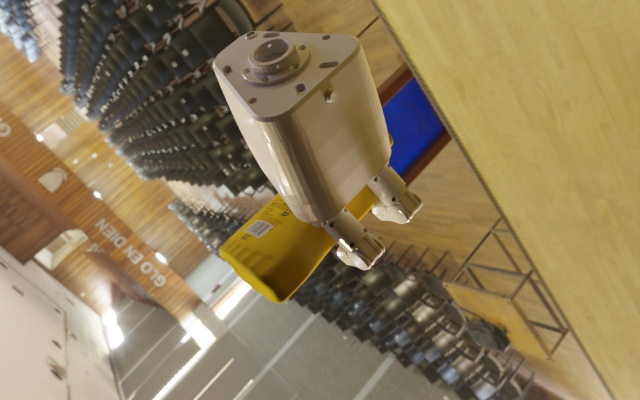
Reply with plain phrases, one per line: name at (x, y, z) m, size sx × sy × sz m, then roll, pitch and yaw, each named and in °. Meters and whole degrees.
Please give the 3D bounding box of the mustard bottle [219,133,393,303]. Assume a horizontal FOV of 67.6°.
mustard bottle at (0.000, 0.002, 0.436) m, size 0.191 × 0.058 × 0.096 m, roll -45°, pitch 27°, yaw -18°
